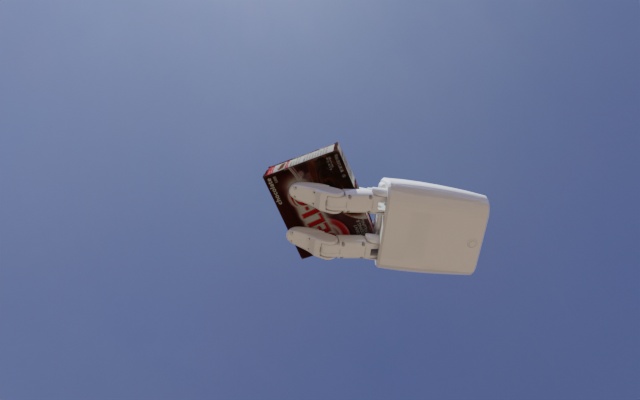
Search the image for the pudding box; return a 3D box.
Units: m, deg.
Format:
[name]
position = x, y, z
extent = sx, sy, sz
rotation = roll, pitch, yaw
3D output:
[pudding box]
position = 0.000, 0.002, 0.537
extent = 0.090, 0.113, 0.039
rotation = -19, 19, 13
